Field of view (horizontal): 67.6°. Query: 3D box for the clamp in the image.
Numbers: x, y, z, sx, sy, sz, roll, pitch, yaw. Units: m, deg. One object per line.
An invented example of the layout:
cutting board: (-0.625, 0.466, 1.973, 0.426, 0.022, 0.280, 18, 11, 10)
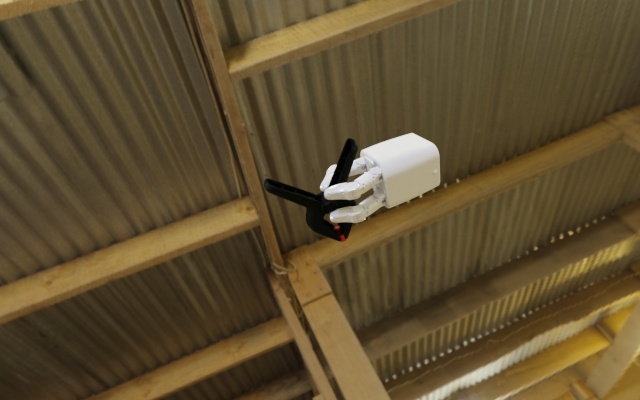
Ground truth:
clamp: (0.000, 0.003, 0.830, 0.164, 0.210, 0.036, -21, 43, -7)
